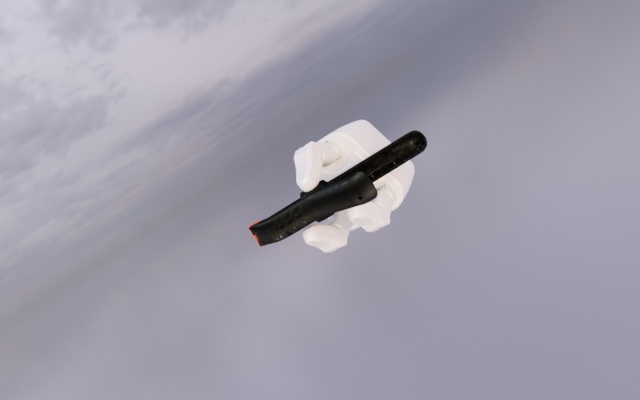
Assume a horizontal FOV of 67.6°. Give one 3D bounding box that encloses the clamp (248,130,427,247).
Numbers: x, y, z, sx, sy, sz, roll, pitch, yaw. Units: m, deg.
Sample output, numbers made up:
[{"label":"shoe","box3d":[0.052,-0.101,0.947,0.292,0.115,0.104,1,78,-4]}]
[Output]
[{"label":"clamp","box3d":[-0.001,0.001,0.476,0.210,0.036,0.164,-29,4,27]}]
